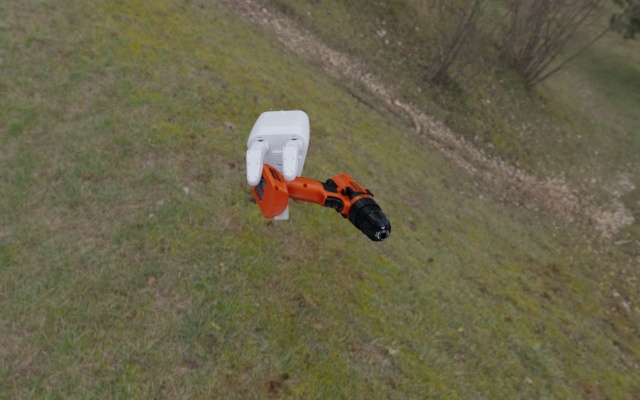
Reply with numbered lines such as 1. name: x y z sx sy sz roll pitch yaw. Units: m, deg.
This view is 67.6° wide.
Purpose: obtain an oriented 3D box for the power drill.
1. power drill: 0.000 0.002 0.735 0.187 0.057 0.184 9 21 -25
